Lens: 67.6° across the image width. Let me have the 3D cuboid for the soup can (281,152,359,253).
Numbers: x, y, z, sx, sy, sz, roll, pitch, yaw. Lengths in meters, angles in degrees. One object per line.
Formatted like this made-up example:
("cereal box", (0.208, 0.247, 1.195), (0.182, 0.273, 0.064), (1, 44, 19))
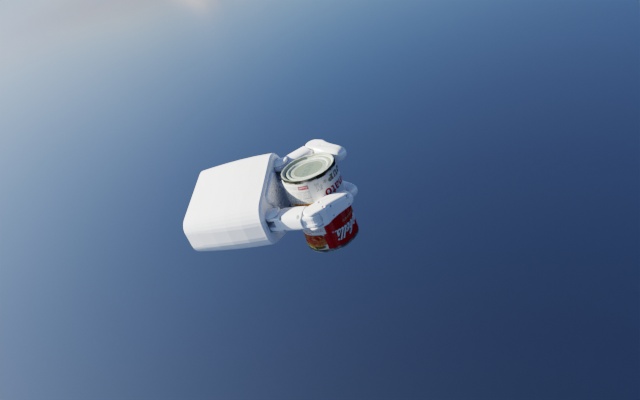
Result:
("soup can", (0.000, 0.002, 0.574), (0.068, 0.102, 0.068), (-15, 29, 9))
